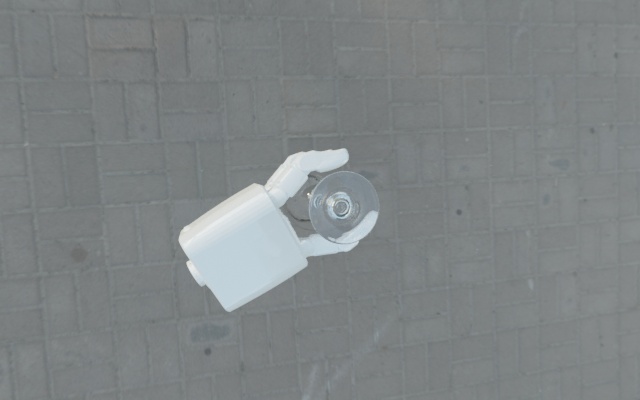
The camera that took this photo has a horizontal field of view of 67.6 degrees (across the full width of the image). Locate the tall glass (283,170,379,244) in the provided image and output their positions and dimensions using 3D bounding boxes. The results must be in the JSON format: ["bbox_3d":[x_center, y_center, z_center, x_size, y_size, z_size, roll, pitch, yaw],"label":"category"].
[{"bbox_3d":[0.000,0.002,0.576,0.079,0.079,0.201,0,4,-14],"label":"tall glass"}]
